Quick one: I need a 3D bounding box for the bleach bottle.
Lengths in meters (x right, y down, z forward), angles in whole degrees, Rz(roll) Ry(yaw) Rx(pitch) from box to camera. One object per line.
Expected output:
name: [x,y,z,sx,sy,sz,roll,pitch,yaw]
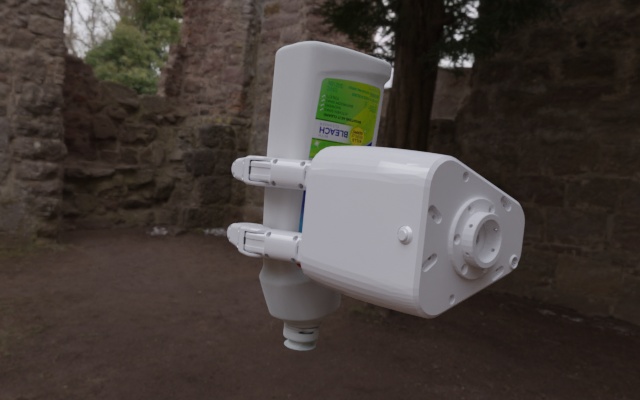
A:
bleach bottle: [0.000,0.001,0.414,0.102,0.251,0.068,2,4,-38]
